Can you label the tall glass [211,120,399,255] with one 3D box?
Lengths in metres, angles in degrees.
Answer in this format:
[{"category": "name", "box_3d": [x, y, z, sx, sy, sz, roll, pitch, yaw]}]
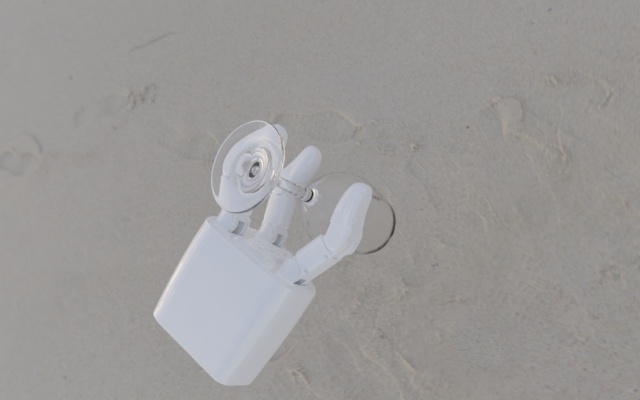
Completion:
[{"category": "tall glass", "box_3d": [0.000, 0.001, 0.435, 0.079, 0.079, 0.201, 0, -16, 37]}]
